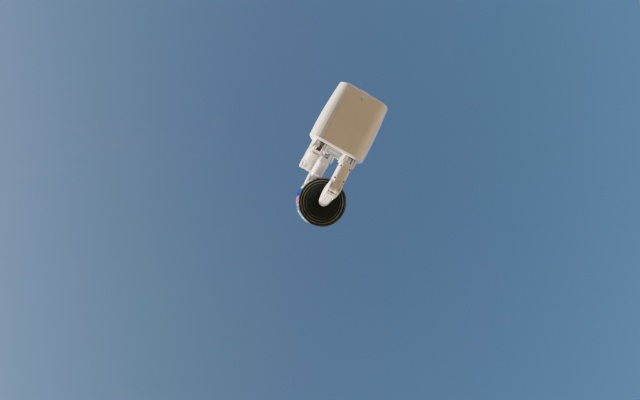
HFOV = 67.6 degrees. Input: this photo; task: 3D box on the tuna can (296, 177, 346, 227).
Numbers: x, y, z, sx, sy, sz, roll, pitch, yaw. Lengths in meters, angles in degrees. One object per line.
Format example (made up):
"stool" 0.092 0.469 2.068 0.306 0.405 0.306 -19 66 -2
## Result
"tuna can" 0.000 0.003 0.844 0.086 0.086 0.034 0 1 -13
